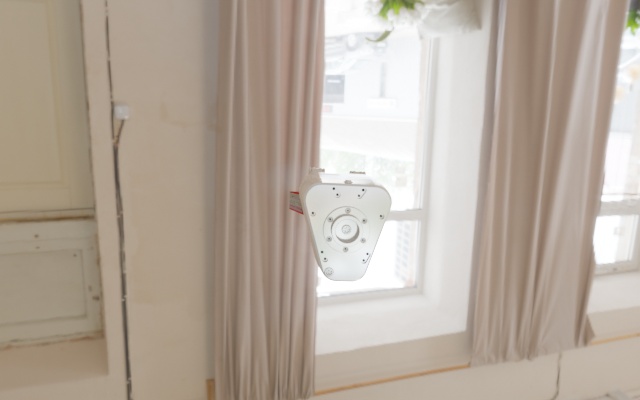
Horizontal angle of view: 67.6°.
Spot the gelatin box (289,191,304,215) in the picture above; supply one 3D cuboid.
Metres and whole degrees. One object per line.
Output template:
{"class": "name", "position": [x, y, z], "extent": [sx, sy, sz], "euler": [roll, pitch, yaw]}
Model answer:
{"class": "gelatin box", "position": [0.000, 0.003, 0.679], "extent": [0.073, 0.030, 0.089], "euler": [1, 3, -16]}
